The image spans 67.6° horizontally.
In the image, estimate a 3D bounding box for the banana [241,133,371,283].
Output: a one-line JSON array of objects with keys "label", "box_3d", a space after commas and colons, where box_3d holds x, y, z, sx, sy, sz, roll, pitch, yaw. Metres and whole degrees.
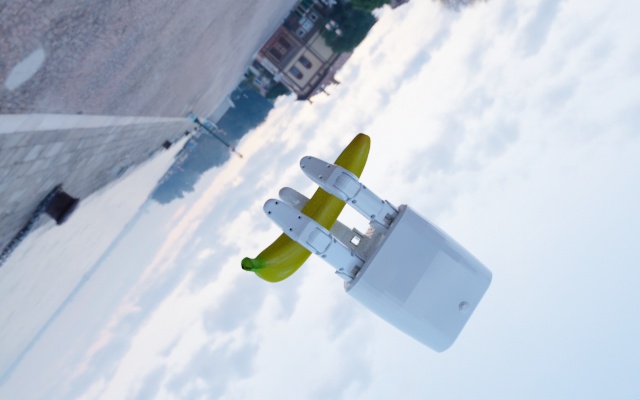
[{"label": "banana", "box_3d": [-0.005, 0.014, 0.468, 0.037, 0.197, 0.070, 33, -32, 11]}]
